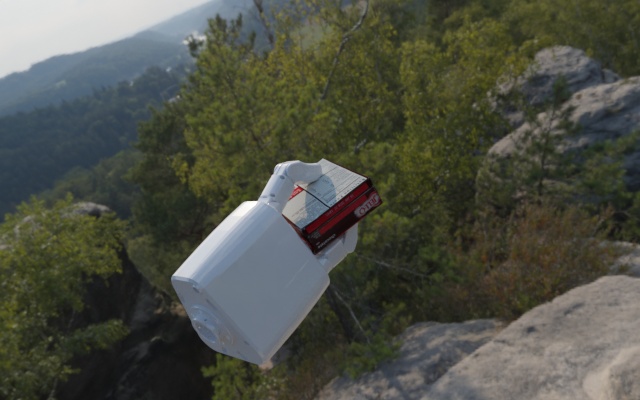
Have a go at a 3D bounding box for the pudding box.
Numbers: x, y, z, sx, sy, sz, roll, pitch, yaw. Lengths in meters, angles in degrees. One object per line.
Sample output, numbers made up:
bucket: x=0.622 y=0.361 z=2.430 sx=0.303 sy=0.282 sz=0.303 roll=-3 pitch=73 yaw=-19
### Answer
pudding box: x=0.000 y=0.002 z=0.516 sx=0.090 sy=0.039 sz=0.113 roll=-36 pitch=29 yaw=-12
